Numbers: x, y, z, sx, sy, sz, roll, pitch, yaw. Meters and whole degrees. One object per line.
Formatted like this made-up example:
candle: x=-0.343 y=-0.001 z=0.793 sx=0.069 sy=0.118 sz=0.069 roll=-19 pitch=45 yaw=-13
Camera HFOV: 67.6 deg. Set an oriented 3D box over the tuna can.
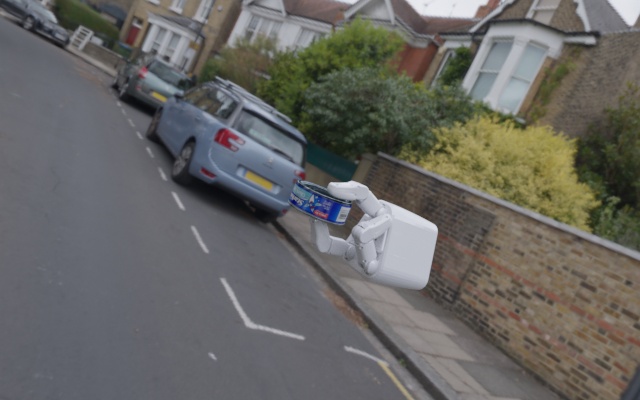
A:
tuna can: x=0.000 y=0.002 z=0.666 sx=0.086 sy=0.034 sz=0.086 roll=22 pitch=9 yaw=-4
